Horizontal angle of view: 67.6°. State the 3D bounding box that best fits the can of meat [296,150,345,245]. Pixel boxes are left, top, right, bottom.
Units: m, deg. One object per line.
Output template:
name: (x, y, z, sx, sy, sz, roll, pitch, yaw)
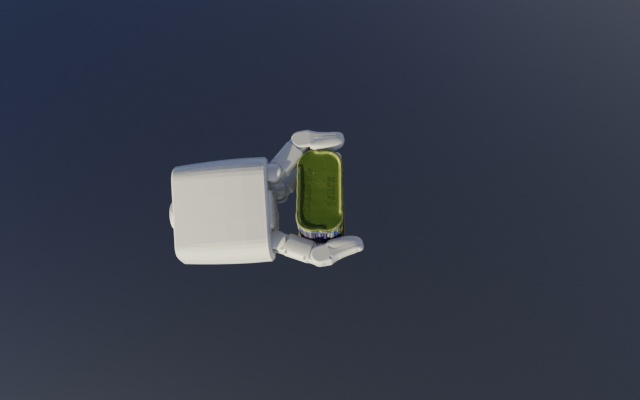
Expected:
can of meat: (0.000, 0.002, 0.558, 0.057, 0.102, 0.084, -1, -20, 2)
